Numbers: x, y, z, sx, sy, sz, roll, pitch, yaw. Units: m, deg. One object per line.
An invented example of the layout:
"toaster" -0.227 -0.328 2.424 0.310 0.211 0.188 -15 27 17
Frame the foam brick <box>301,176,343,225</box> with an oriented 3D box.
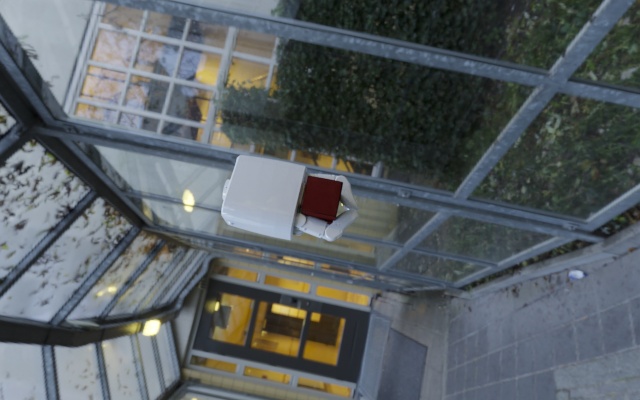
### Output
"foam brick" 0.000 0.002 0.697 0.051 0.053 0.078 12 -14 0
